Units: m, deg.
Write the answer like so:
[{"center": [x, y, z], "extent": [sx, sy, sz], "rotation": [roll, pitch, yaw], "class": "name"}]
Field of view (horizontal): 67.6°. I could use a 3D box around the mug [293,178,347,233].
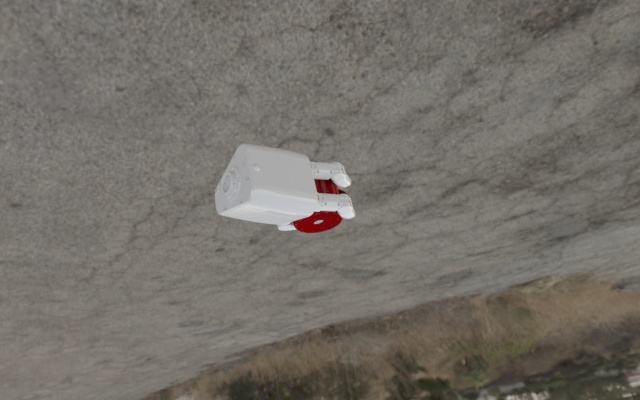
[{"center": [0.001, 0.003, 0.779], "extent": [0.117, 0.081, 0.093], "rotation": [9, -32, -35], "class": "mug"}]
